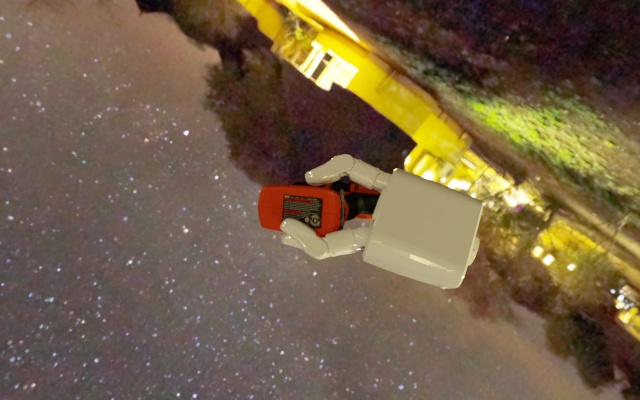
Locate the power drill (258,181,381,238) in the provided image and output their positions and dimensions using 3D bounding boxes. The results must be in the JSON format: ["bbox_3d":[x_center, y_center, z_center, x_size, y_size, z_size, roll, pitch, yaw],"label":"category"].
[{"bbox_3d":[0.000,0.002,0.626,0.184,0.057,0.187,4,7,27],"label":"power drill"}]
